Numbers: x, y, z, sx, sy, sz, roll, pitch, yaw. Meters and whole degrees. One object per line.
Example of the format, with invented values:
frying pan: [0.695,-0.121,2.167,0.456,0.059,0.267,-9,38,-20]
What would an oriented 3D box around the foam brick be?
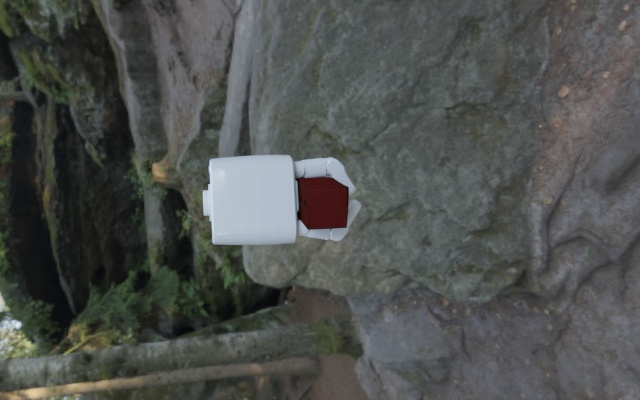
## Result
foam brick: [0.000,0.002,0.603,0.051,0.053,0.078,-2,11,-13]
